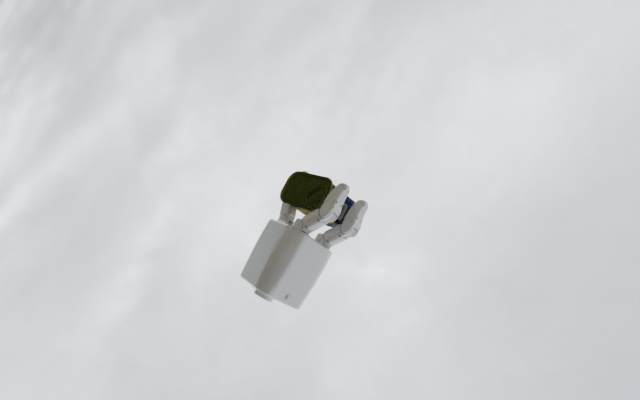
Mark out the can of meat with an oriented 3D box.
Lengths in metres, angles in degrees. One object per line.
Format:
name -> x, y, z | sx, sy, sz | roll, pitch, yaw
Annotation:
can of meat -> 0.000, 0.003, 0.763 | 0.102, 0.057, 0.084 | 15, -17, 46
